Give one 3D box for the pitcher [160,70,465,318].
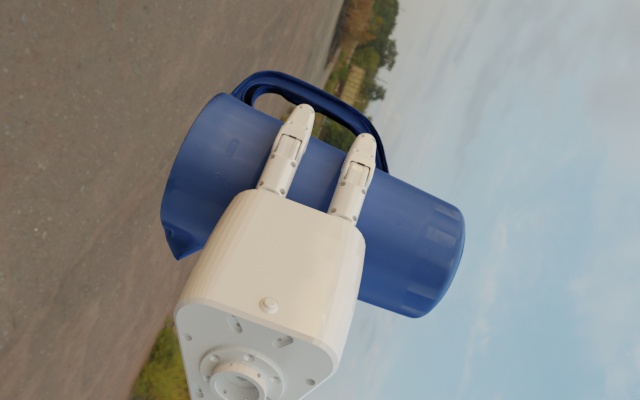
[{"bbox_3d":[0.000,0.002,0.425,0.243,0.149,0.145,22,35,-2],"label":"pitcher"}]
